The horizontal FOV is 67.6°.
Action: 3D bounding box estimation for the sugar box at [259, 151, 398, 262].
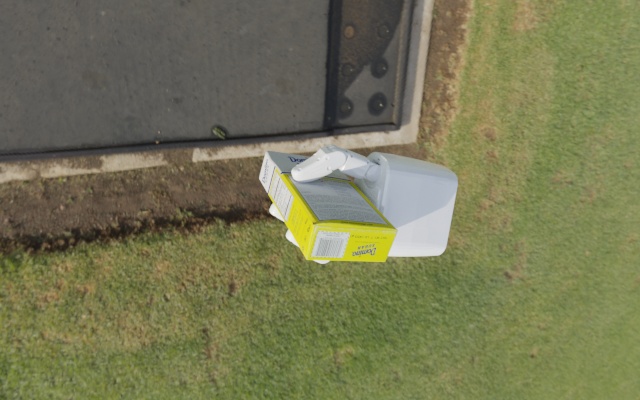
[{"bbox_3d":[0.000,0.002,0.529,0.093,0.048,0.176,6,23,-26],"label":"sugar box"}]
